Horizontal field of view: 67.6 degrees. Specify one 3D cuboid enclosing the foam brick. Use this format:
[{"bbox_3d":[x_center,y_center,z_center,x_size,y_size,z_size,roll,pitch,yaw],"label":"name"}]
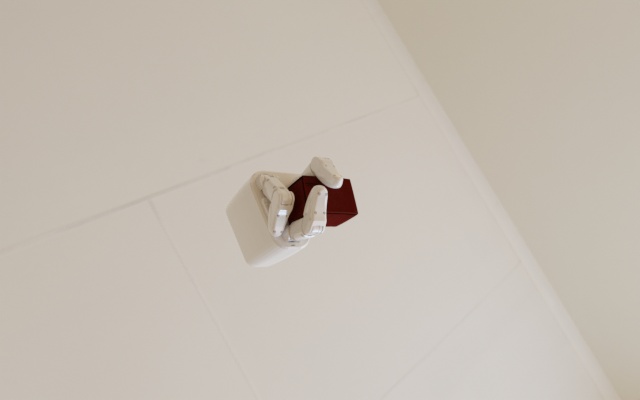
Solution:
[{"bbox_3d":[0.000,0.002,0.628,0.078,0.053,0.051,3,-24,-32],"label":"foam brick"}]
